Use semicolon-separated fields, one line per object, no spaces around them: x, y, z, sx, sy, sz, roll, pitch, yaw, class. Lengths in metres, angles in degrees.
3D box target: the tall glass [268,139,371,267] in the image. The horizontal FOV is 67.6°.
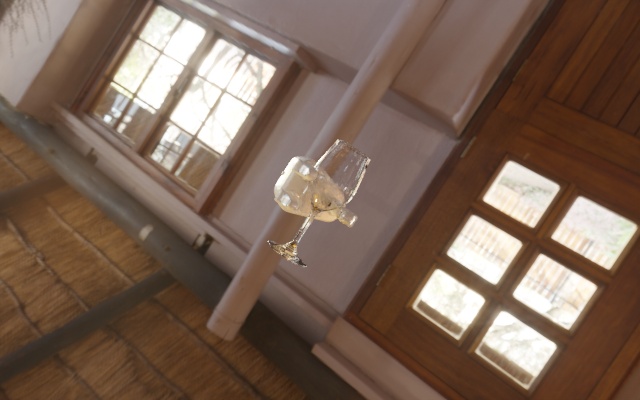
0.000;0.003;0.762;0.079;0.201;0.079;33;3;-2;tall glass
